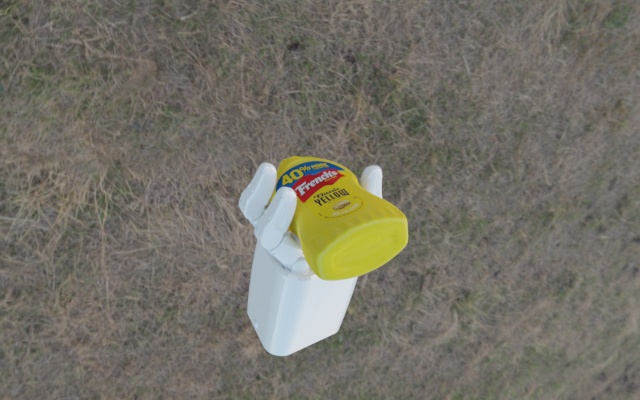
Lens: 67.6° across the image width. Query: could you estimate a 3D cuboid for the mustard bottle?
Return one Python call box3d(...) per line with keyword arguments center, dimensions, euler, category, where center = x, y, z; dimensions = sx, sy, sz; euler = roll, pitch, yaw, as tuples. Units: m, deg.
box3d(center=(0.000, 0.001, 0.494), dimensions=(0.096, 0.058, 0.191), euler=(-22, 35, -16), category="mustard bottle")
